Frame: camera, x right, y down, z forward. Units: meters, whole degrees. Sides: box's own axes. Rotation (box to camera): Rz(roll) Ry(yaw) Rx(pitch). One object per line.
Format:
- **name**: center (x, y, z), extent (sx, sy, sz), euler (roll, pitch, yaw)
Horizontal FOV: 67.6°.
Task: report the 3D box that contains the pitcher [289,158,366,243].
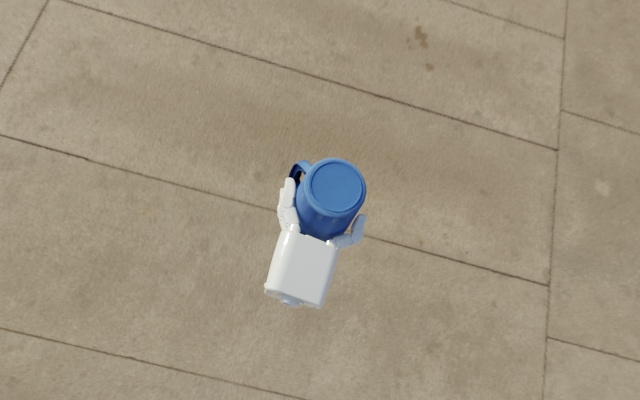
- **pitcher**: center (0.000, 0.003, 0.899), extent (0.149, 0.145, 0.243), euler (19, -20, -4)
